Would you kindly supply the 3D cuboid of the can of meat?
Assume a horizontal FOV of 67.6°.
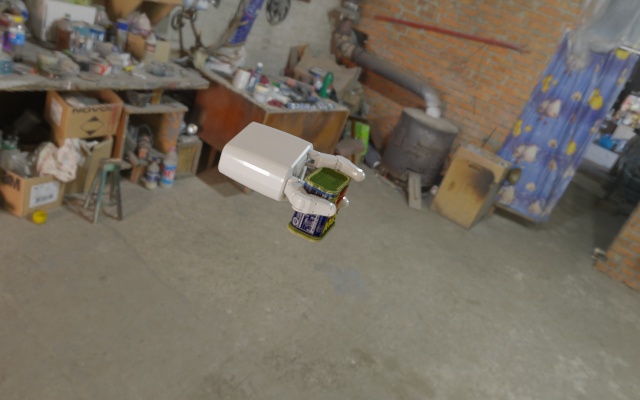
[{"bbox_3d":[0.000,0.002,0.721,0.057,0.084,0.102,25,23,11],"label":"can of meat"}]
